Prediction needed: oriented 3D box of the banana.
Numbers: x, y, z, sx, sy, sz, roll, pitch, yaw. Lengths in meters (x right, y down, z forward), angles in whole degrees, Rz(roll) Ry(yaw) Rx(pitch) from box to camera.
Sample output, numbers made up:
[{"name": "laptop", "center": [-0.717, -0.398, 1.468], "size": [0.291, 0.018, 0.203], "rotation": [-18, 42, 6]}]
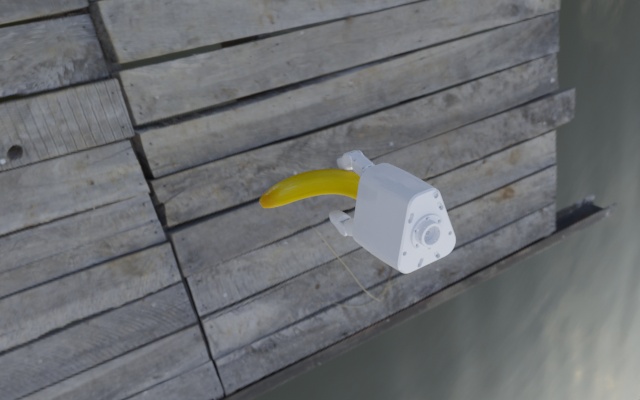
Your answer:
[{"name": "banana", "center": [0.007, -0.015, 0.706], "size": [0.198, 0.070, 0.037], "rotation": [4, 19, -31]}]
